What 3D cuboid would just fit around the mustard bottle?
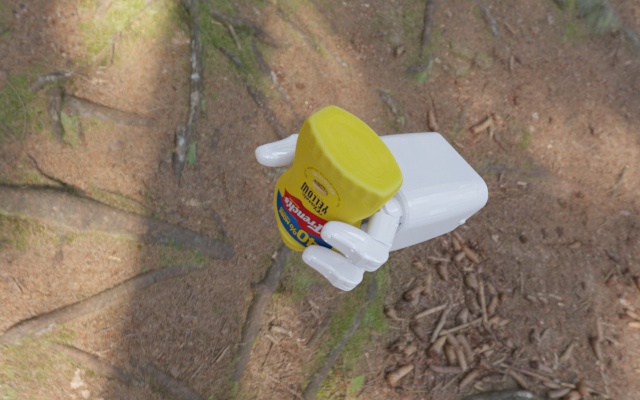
[{"bbox_3d":[0.000,0.002,0.466,0.058,0.096,0.192,-39,-10,-33],"label":"mustard bottle"}]
